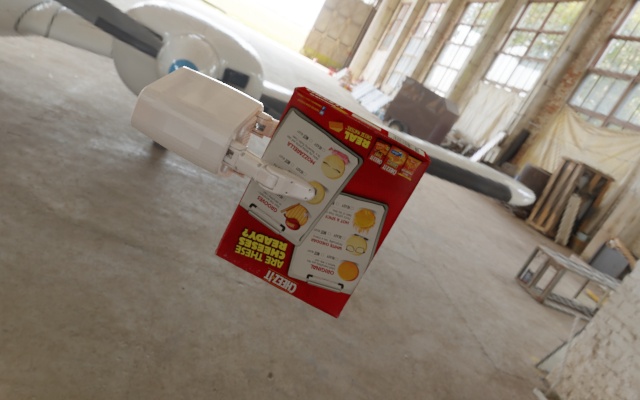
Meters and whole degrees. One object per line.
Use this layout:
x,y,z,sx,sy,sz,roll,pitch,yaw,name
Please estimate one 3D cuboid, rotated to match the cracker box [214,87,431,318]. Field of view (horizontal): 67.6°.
0.000,0.002,0.552,0.164,0.214,0.072,28,16,-1,cracker box
